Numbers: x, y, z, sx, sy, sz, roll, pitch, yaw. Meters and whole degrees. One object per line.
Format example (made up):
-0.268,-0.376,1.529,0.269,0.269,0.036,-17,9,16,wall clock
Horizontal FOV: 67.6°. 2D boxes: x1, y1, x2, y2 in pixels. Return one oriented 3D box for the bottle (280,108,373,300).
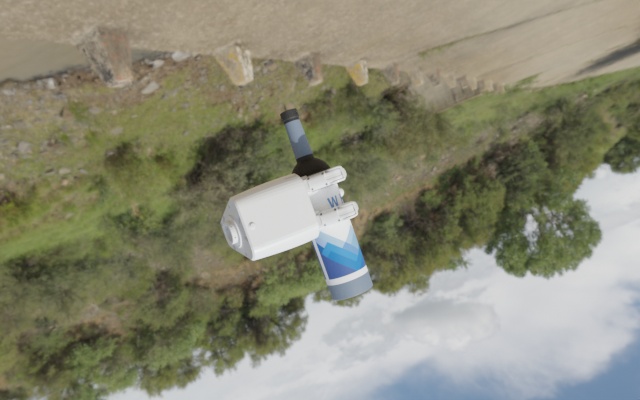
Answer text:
0.000,0.003,0.733,0.069,0.296,0.069,-20,1,0,bottle
